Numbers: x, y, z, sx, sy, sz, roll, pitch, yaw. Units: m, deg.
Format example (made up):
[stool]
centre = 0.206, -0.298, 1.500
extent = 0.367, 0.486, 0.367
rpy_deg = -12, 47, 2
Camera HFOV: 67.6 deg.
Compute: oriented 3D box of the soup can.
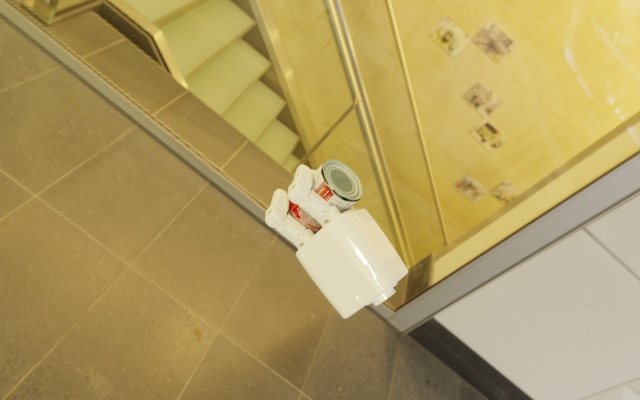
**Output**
[soup can]
centre = 0.000, 0.001, 0.637
extent = 0.068, 0.068, 0.102
rpy_deg = 0, -35, -45
